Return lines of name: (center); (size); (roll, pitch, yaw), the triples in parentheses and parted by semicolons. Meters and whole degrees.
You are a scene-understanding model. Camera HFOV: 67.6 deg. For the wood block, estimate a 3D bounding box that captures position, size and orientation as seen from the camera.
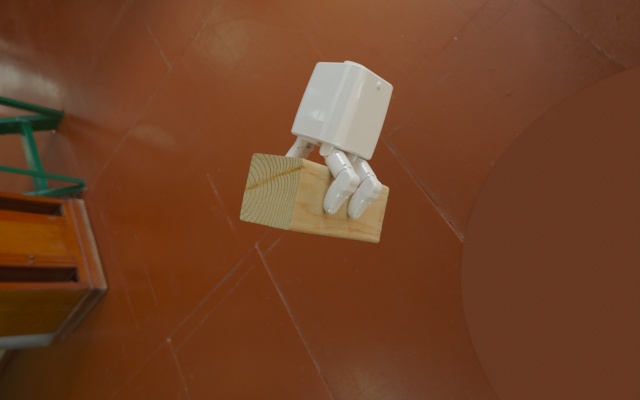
wood block: (0.000, 0.002, 0.668); (0.091, 0.090, 0.206); (10, -2, 39)
